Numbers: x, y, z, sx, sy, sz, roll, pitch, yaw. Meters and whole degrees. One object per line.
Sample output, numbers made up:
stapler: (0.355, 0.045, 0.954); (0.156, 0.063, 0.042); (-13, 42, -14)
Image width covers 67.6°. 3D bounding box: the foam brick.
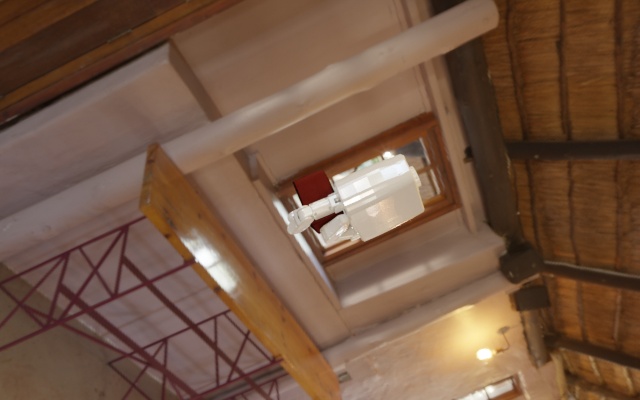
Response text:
foam brick: (0.000, 0.002, 0.723); (0.051, 0.078, 0.053); (-26, -22, 6)
